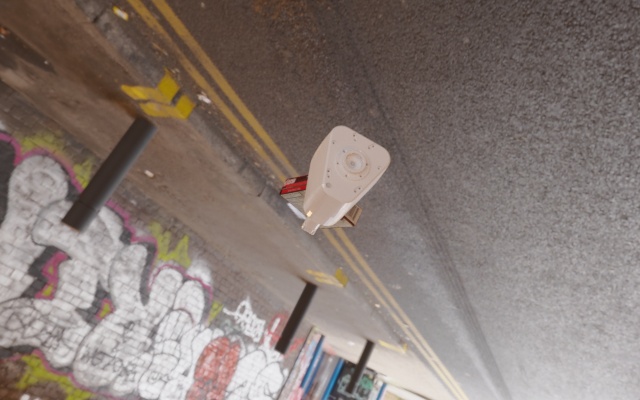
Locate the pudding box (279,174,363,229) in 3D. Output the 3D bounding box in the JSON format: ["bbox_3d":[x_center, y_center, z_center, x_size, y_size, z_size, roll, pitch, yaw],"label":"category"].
[{"bbox_3d":[0.000,0.003,0.799,0.113,0.039,0.090,42,-29,-29],"label":"pudding box"}]
